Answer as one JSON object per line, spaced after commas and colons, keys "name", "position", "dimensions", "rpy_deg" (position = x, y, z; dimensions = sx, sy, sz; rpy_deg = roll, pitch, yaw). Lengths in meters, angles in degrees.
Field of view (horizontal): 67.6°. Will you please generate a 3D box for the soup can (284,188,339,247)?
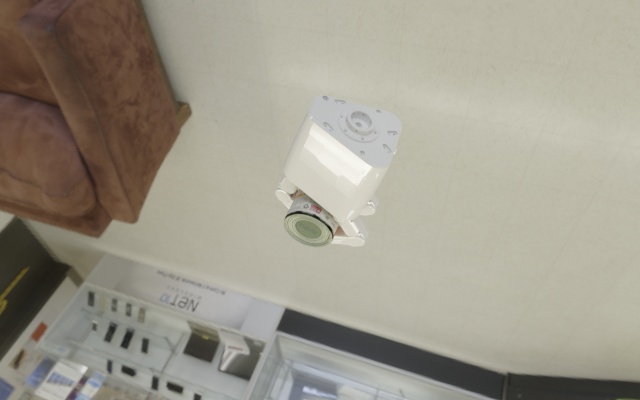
{"name": "soup can", "position": [0.000, 0.002, 0.627], "dimensions": [0.068, 0.102, 0.069], "rpy_deg": [14, -39, 12]}
